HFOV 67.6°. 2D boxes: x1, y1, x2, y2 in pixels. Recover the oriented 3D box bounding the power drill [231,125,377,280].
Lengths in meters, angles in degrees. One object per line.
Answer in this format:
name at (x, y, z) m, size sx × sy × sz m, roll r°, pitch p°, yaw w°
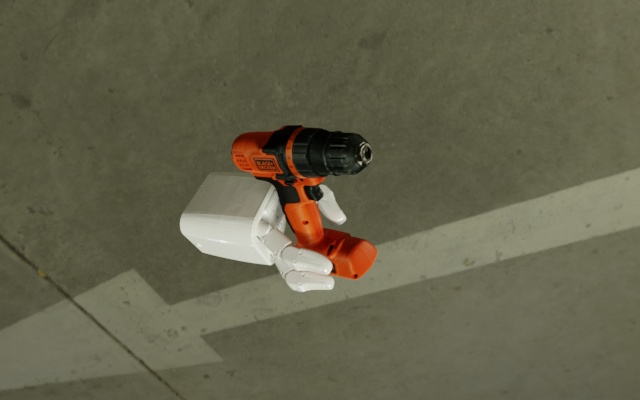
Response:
power drill at (0.000, 0.002, 0.536) m, size 0.184 × 0.188 × 0.057 m, roll 8°, pitch 42°, yaw 43°
